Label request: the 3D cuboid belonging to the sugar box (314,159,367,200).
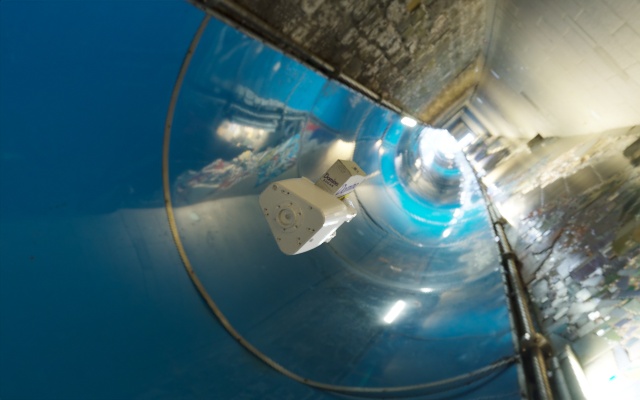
[{"bbox_3d":[0.000,0.003,0.860,0.176,0.048,0.093,-44,-13,17],"label":"sugar box"}]
